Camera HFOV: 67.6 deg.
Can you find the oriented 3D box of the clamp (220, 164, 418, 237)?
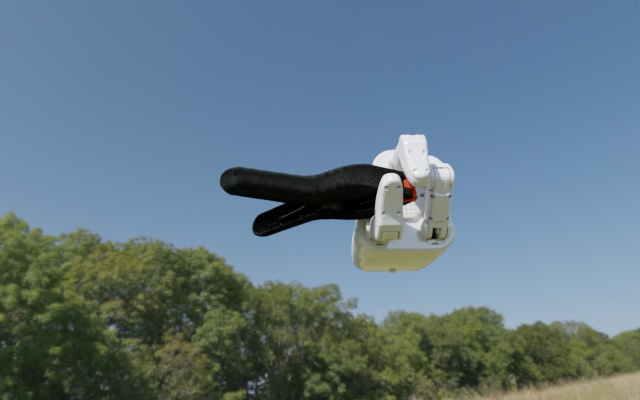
[{"bbox_3d":[0.000,0.001,0.449,0.171,0.039,0.120,0,-20,-2],"label":"clamp"}]
